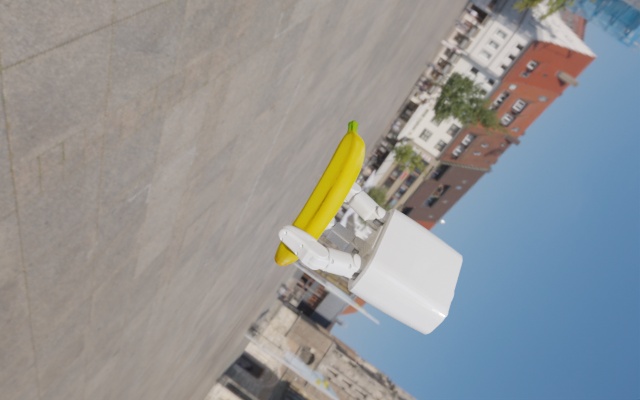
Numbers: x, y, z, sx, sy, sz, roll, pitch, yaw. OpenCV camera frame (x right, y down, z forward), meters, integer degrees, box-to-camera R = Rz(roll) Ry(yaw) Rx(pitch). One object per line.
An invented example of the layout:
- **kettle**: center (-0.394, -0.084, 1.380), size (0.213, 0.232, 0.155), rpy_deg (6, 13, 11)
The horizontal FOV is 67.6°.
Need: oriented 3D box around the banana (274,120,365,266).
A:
- **banana**: center (0.002, 0.002, 0.549), size (0.037, 0.198, 0.069), rpy_deg (30, 9, -6)
